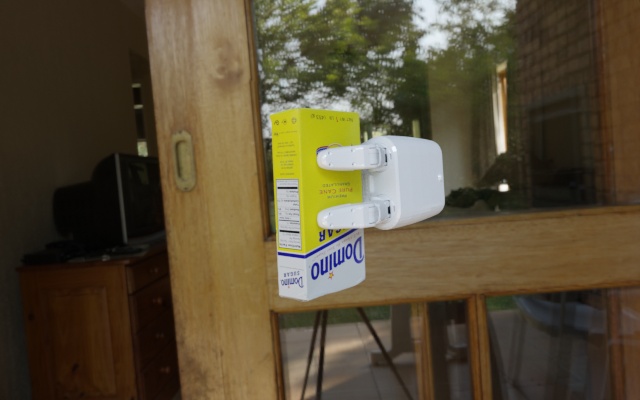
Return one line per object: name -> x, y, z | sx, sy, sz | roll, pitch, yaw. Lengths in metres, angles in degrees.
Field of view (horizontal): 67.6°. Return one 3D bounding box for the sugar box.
sugar box -> 0.001, 0.001, 0.470 | 0.048, 0.176, 0.093 | -2, 4, 43
